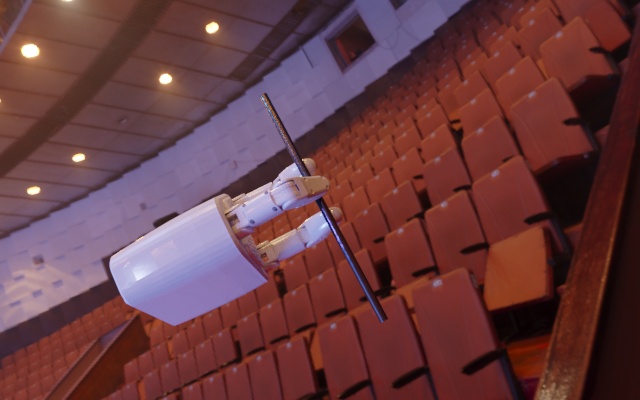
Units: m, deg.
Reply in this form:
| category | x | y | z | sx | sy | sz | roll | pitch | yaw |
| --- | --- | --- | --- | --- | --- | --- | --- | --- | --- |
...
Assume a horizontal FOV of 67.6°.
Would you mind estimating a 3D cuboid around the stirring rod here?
| category | x | y | z | sx | sy | sz | roll | pitch | yaw |
| --- | --- | --- | --- | --- | --- | --- | --- | --- | --- |
| stirring rod | 0.000 | 0.002 | 0.441 | 0.011 | 0.239 | 0.011 | -27 | -11 | -6 |
